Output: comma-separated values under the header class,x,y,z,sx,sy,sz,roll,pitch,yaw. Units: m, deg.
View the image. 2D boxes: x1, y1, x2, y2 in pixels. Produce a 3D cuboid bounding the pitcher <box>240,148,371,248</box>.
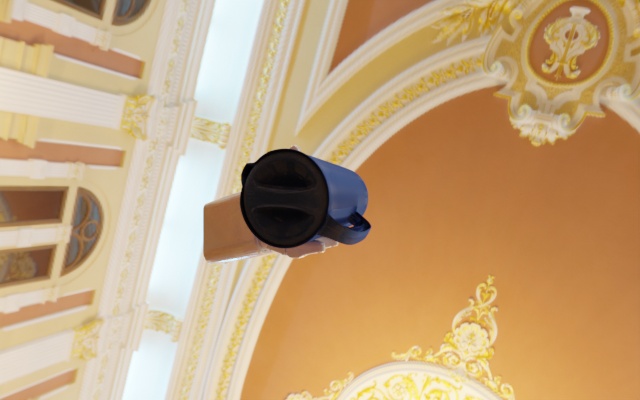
class,x,y,z,sx,sy,sz,roll,pitch,yaw
pitcher,0.000,0.002,0.737,0.145,0.149,0.243,-17,-6,21
